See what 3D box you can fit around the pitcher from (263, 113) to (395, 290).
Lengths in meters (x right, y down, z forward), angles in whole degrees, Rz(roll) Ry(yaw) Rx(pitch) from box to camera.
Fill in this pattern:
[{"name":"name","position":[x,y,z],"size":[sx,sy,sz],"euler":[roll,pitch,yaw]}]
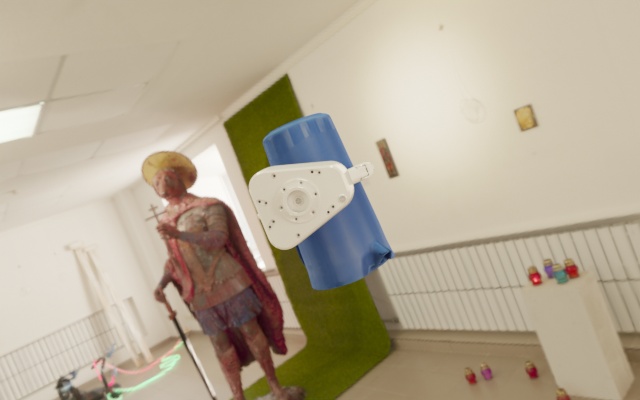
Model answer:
[{"name":"pitcher","position":[0.000,0.002,0.719],"size":[0.149,0.243,0.145],"euler":[-22,3,7]}]
